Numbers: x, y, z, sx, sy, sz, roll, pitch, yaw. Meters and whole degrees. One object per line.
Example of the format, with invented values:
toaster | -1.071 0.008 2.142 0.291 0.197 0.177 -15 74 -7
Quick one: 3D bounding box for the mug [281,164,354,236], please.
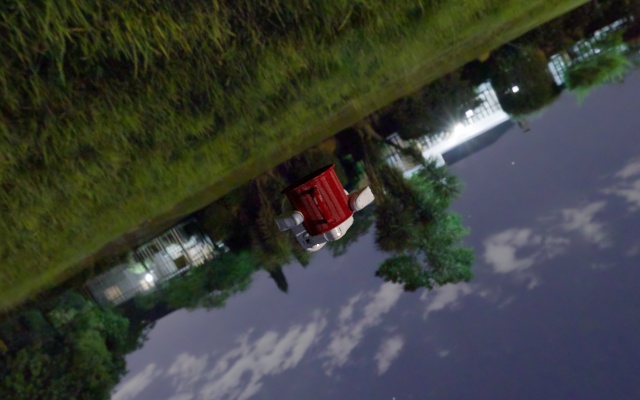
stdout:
mug | 0.000 0.003 0.720 0.093 0.081 0.117 -29 9 -2
